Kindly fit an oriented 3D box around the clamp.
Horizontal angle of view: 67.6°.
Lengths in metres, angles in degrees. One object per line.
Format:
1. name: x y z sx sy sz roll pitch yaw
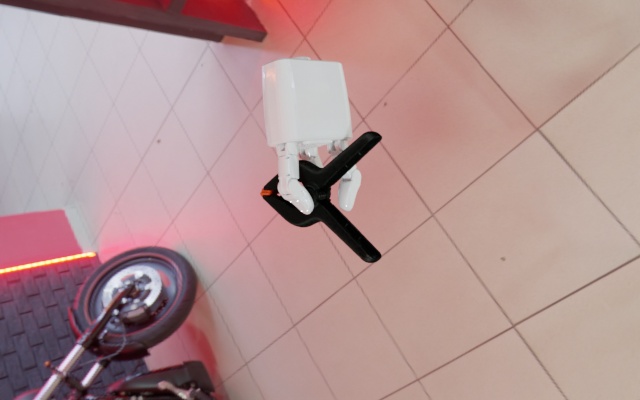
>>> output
1. clamp: -0.001 0.002 0.651 0.210 0.164 0.036 -5 0 40
